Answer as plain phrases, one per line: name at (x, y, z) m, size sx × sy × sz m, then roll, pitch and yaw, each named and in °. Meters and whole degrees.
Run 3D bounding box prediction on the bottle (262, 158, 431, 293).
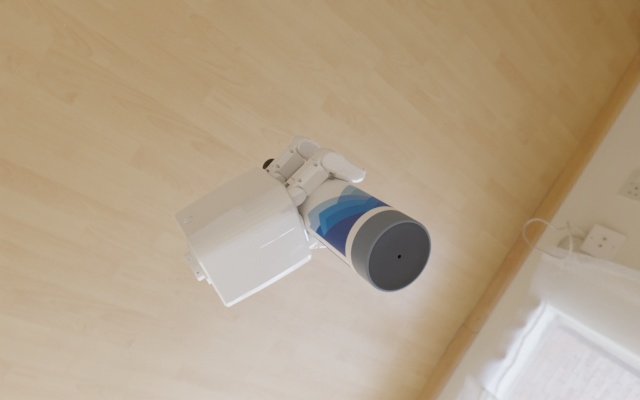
bottle at (0.000, 0.002, 0.519) m, size 0.069 × 0.069 × 0.295 m, roll 0°, pitch 18°, yaw -28°
